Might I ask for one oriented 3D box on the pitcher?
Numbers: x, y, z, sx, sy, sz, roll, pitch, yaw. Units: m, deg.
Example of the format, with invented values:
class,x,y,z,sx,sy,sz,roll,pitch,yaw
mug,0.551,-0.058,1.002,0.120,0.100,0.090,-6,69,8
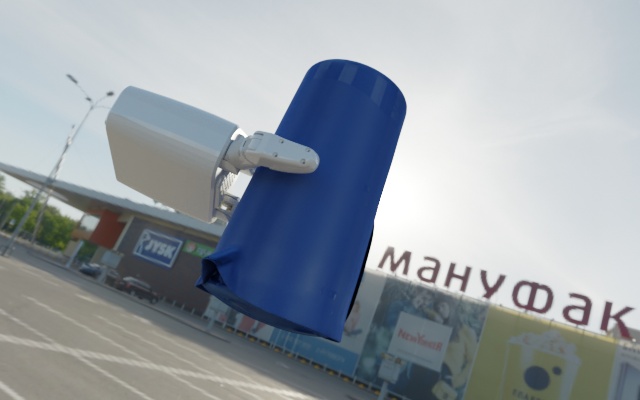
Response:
class,x,y,z,sx,sy,sz,roll,pitch,yaw
pitcher,0.000,0.001,0.450,0.145,0.242,0.149,22,-17,-1
